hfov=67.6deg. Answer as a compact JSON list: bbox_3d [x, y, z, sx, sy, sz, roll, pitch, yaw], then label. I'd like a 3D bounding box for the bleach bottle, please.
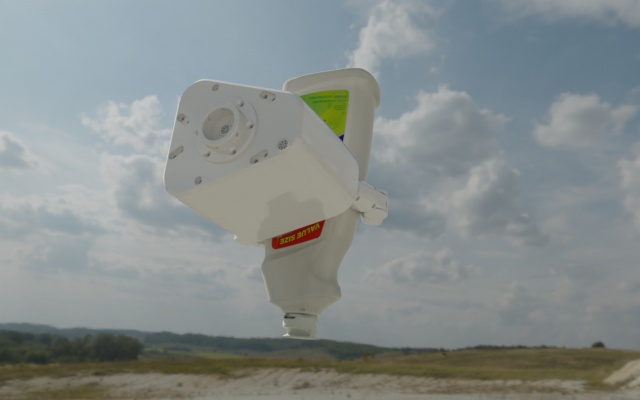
[{"bbox_3d":[0.000,0.001,0.453,0.102,0.250,0.068,-3,-20,22],"label":"bleach bottle"}]
